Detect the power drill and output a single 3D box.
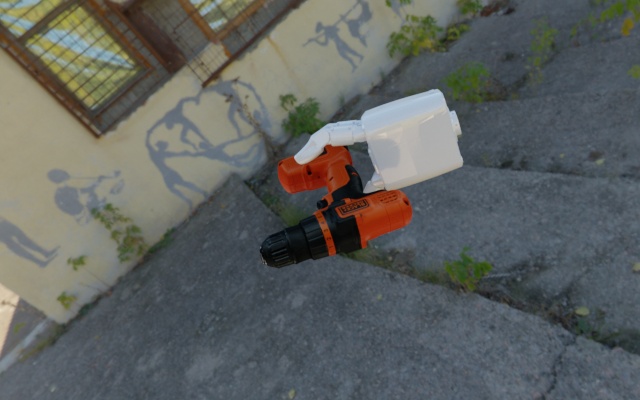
[{"bbox_3d":[0.000,0.002,0.611,0.184,0.057,0.187,-17,35,-7],"label":"power drill"}]
